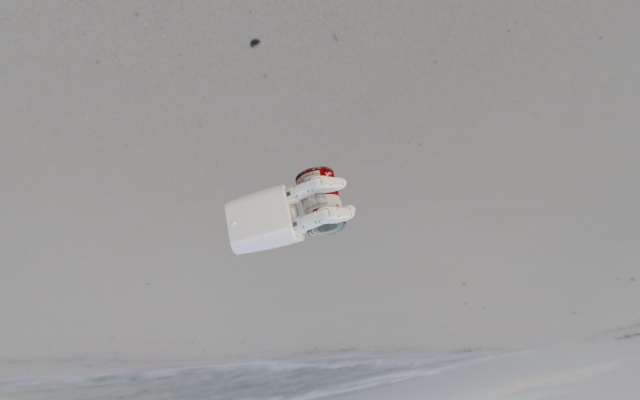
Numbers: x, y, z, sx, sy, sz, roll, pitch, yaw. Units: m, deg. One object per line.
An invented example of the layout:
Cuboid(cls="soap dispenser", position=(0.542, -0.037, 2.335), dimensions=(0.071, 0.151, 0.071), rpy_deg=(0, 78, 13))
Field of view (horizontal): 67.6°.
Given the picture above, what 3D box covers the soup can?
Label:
Cuboid(cls="soup can", position=(0.001, 0.003, 0.808), dimensions=(0.068, 0.102, 0.068), rpy_deg=(-11, -22, -5))
